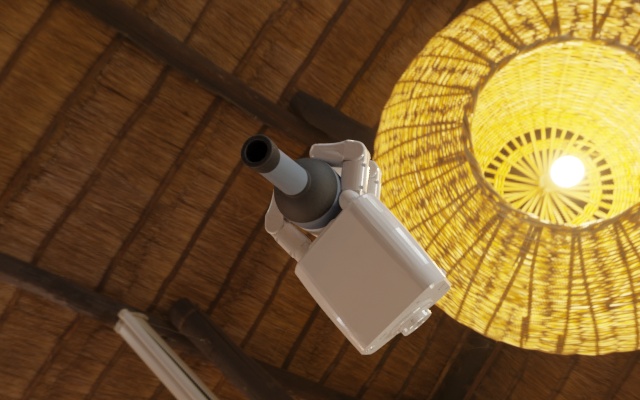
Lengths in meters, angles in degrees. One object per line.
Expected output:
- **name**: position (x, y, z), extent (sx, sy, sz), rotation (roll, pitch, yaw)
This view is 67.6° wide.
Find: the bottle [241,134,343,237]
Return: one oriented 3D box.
- **bottle**: position (0.000, 0.002, 0.496), extent (0.069, 0.069, 0.296), rotation (0, -16, 20)
